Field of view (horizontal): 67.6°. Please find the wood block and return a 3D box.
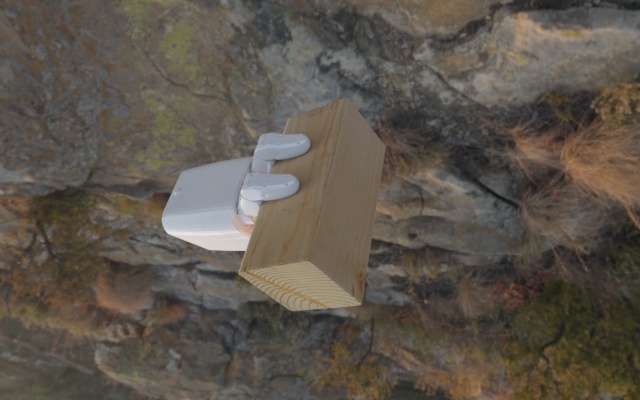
[{"bbox_3d":[0.000,0.002,0.511,0.090,0.206,0.091,-14,-43,34],"label":"wood block"}]
